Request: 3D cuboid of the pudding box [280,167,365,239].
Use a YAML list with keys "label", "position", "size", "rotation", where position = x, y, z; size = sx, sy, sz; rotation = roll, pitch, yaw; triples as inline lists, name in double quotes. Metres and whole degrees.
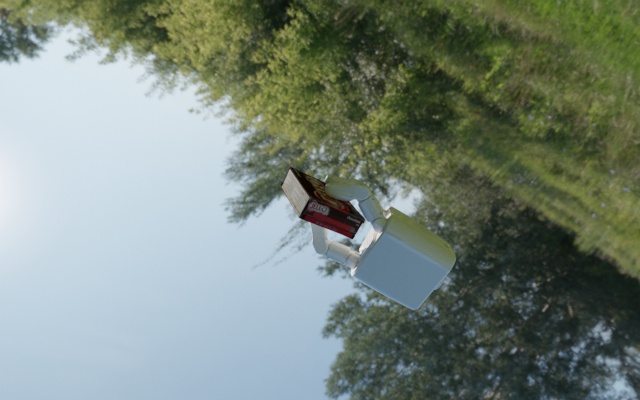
- label: "pudding box"
  position: [0.000, 0.002, 0.669]
  size: [0.090, 0.039, 0.113]
  rotation: [24, 12, -28]
